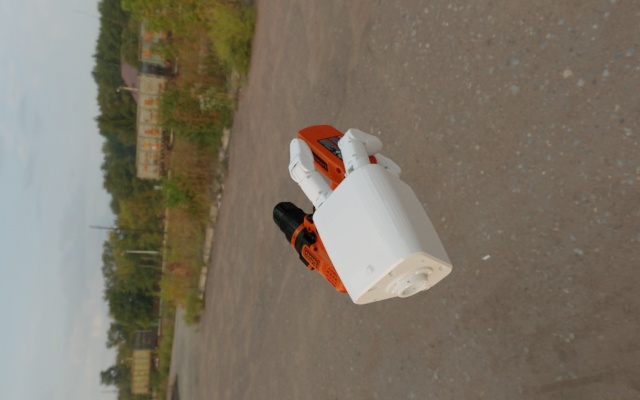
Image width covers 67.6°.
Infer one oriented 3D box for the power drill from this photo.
[{"bbox_3d":[0.000,0.002,0.615,0.057,0.188,0.184,-20,43,-33],"label":"power drill"}]
